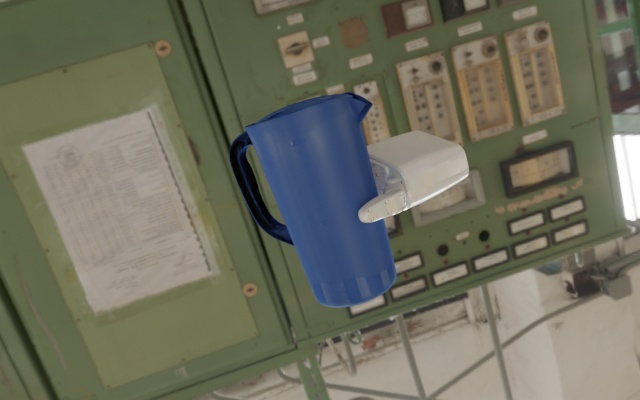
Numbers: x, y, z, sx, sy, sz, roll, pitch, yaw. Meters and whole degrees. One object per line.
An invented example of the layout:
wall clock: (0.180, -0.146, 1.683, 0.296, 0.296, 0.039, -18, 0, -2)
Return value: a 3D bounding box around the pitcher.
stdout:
pitcher: (0.000, 0.002, 0.581, 0.145, 0.243, 0.149, -24, 14, -25)
